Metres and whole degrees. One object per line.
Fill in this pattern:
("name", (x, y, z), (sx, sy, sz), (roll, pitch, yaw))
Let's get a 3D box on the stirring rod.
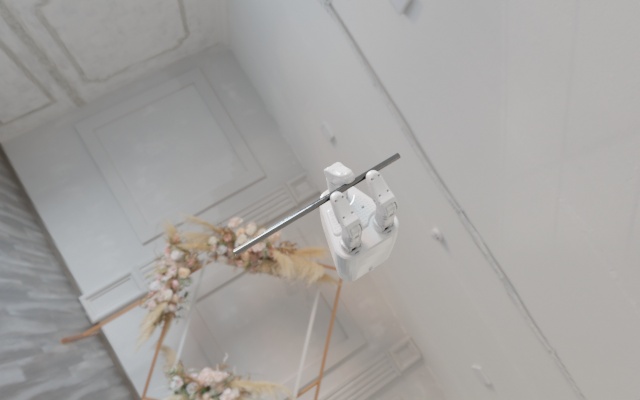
("stirring rod", (0.000, 0.002, 0.586), (0.239, 0.011, 0.011), (-31, 8, -13))
